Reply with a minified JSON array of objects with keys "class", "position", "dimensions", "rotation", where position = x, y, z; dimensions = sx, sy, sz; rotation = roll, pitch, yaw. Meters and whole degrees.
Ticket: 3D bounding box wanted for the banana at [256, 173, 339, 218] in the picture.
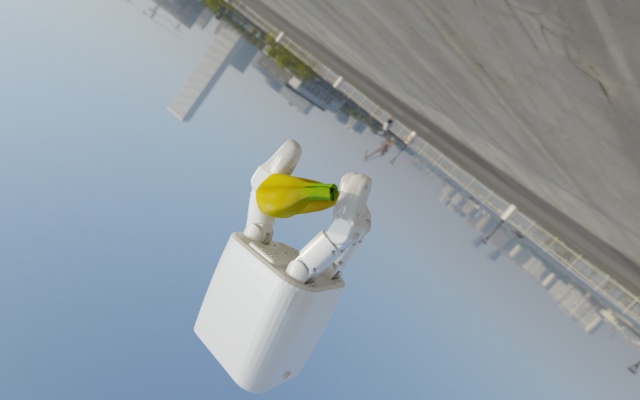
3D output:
[{"class":"banana","position":[-0.018,-0.002,0.428],"dimensions":[0.069,0.037,0.198],"rotation":[11,2,3]}]
